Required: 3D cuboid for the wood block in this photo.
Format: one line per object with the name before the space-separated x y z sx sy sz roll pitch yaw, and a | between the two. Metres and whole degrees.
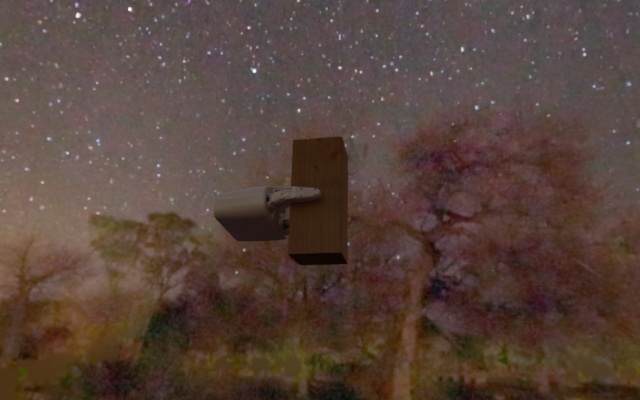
wood block | 0.000 0.003 0.837 0.090 0.206 0.091 -3 -19 10
